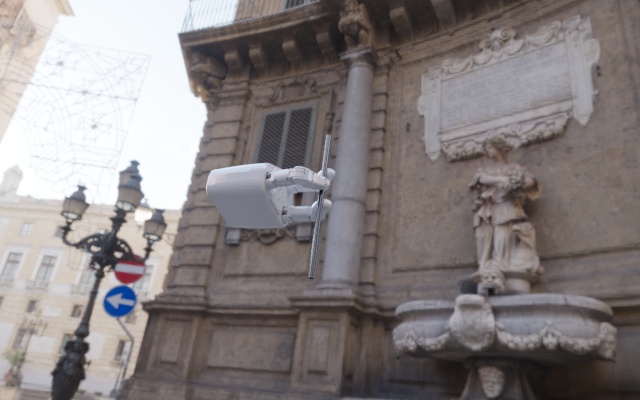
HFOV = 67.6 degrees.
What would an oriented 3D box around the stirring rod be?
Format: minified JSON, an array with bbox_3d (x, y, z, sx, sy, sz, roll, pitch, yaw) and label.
[{"bbox_3d":[0.000,0.002,0.731,0.011,0.239,0.011,6,-25,3],"label":"stirring rod"}]
